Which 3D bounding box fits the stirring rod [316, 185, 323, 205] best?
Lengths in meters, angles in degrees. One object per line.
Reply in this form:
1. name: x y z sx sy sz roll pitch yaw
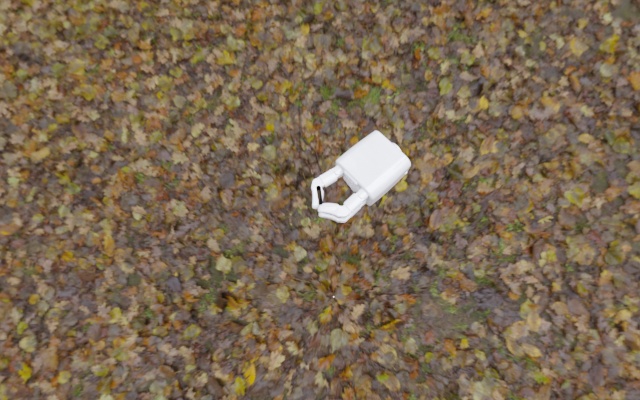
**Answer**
1. stirring rod: 0.000 0.003 0.900 0.011 0.011 0.239 0 -11 2
